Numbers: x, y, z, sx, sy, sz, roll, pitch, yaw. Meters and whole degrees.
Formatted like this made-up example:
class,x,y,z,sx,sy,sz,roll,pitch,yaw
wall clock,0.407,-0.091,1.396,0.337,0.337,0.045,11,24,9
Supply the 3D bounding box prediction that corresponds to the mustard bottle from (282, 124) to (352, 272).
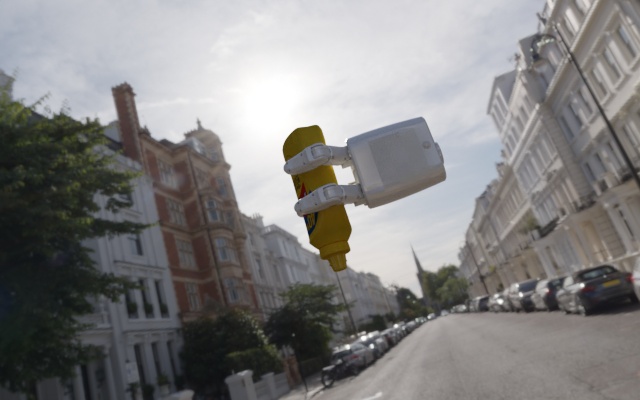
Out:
class,x,y,z,sx,sy,sz,roll,pitch,yaw
mustard bottle,0.000,0.002,0.642,0.058,0.191,0.096,-11,-18,-18
